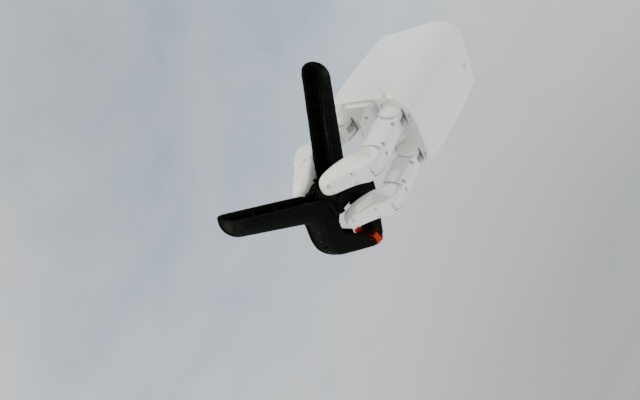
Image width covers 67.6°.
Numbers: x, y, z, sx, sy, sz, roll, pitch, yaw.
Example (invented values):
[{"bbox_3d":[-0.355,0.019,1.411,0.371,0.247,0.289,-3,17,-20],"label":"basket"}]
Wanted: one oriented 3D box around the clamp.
[{"bbox_3d":[0.000,0.001,0.454,0.036,0.164,0.210,17,-24,39],"label":"clamp"}]
